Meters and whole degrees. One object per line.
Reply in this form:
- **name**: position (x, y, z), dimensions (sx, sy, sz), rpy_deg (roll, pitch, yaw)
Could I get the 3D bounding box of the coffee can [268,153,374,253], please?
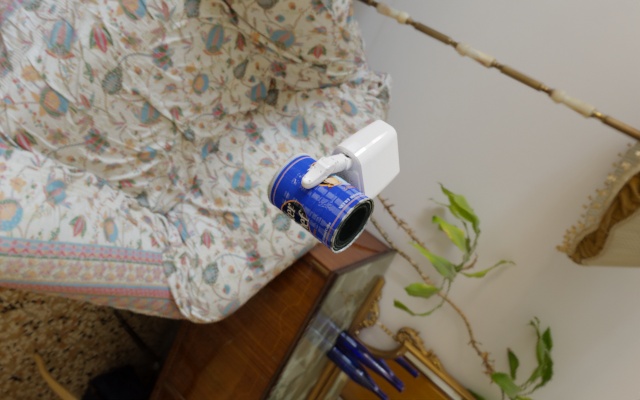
- **coffee can**: position (0.000, 0.002, 0.765), dimensions (0.140, 0.103, 0.103), rpy_deg (37, 17, 24)
